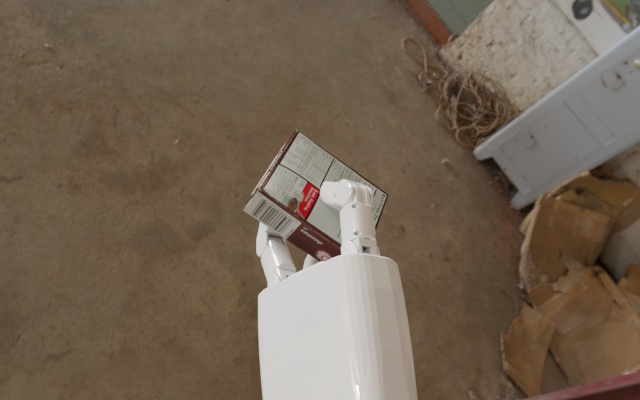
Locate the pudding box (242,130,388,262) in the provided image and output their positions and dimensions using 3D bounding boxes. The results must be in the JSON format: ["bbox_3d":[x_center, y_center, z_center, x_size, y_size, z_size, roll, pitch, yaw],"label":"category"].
[{"bbox_3d":[0.000,0.001,0.435,0.113,0.090,0.039,36,-43,-10],"label":"pudding box"}]
